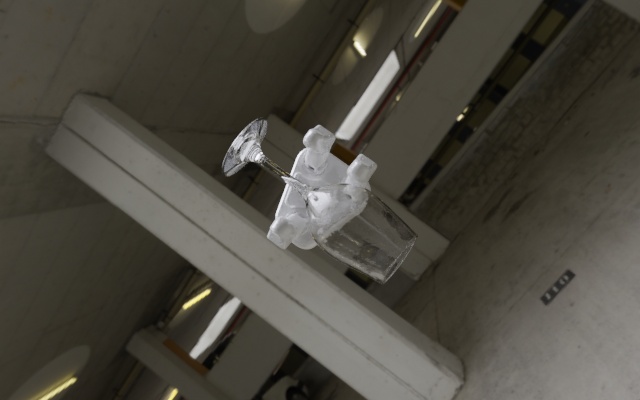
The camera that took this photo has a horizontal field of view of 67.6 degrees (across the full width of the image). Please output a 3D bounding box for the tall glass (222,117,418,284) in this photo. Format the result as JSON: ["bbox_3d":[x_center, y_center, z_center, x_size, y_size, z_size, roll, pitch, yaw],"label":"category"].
[{"bbox_3d":[-0.001,0.001,0.492,0.201,0.079,0.079,36,5,6],"label":"tall glass"}]
